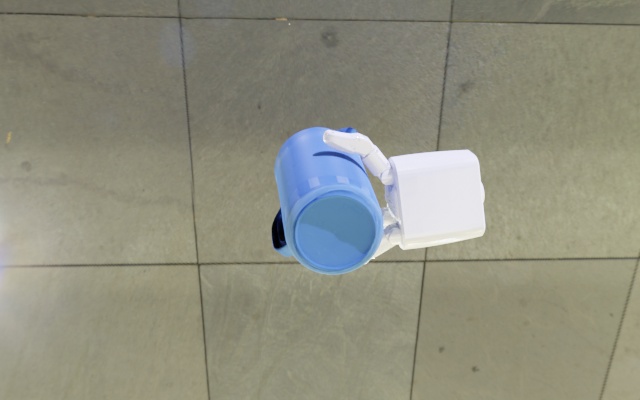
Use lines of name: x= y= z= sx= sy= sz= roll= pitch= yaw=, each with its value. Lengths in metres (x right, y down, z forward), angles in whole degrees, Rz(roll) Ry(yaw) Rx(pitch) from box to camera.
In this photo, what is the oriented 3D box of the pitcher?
pitcher: x=0.000 y=0.002 z=0.620 sx=0.145 sy=0.149 sz=0.242 roll=-6 pitch=20 yaw=-2
